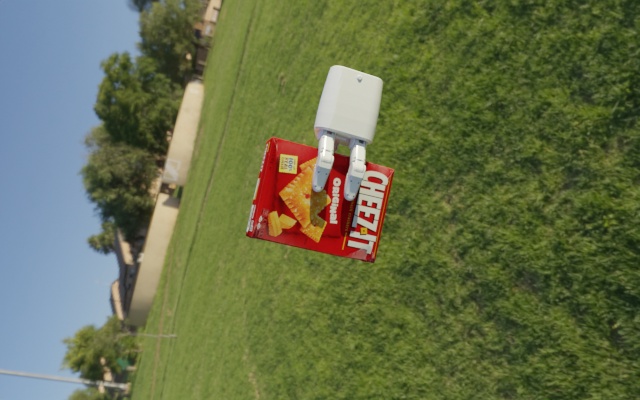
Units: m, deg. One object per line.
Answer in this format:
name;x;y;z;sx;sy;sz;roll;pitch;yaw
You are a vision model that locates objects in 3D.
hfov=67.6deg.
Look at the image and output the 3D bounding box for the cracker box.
cracker box;0.000;0.003;0.788;0.214;0.164;0.072;13;-3;-15
